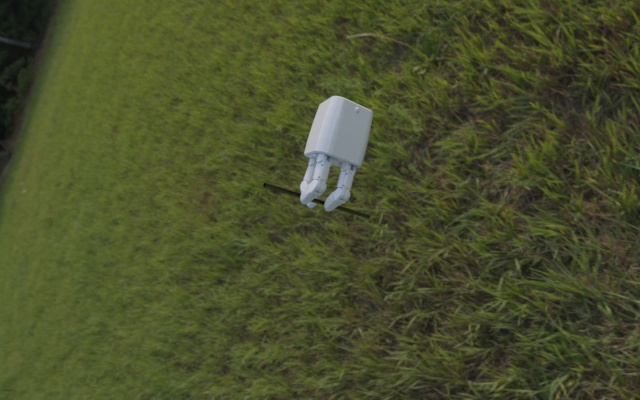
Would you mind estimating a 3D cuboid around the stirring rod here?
[{"bbox_3d":[0.000,0.003,0.890,0.239,0.011,0.011,17,-10,-33],"label":"stirring rod"}]
